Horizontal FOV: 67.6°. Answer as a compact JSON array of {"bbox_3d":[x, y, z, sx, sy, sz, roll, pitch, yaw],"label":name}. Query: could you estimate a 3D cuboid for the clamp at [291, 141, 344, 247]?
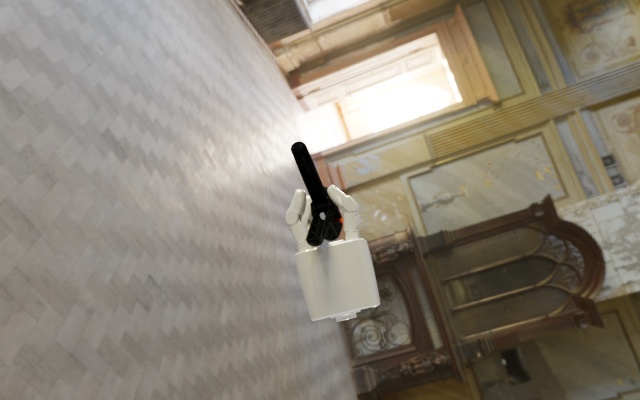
[{"bbox_3d":[0.001,0.003,0.781,0.036,0.164,0.210,-14,-13,12],"label":"clamp"}]
